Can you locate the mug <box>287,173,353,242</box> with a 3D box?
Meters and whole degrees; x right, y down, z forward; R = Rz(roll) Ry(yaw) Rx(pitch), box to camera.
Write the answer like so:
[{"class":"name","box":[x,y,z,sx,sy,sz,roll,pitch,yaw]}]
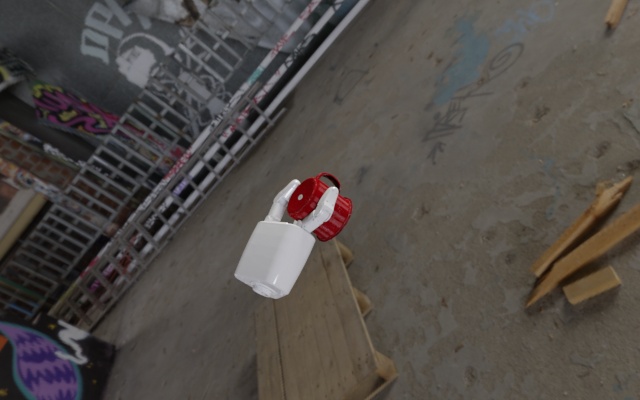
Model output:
[{"class":"mug","box":[0.001,0.001,0.843,0.081,0.117,0.093,36,-27,-26]}]
